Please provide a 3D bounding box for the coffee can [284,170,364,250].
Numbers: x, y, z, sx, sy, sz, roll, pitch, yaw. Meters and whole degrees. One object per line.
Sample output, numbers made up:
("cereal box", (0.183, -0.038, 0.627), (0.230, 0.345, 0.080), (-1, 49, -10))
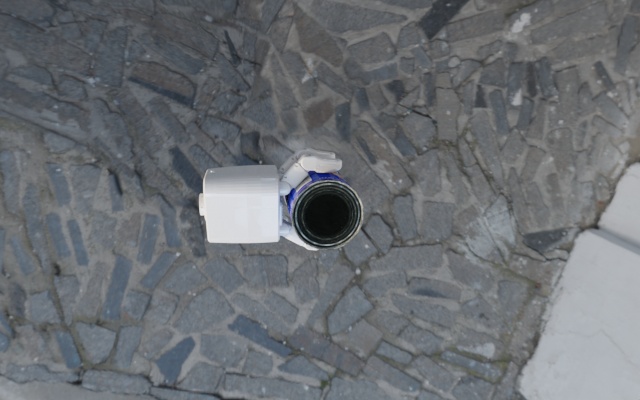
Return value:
("coffee can", (0.000, 0.002, 0.725), (0.103, 0.103, 0.140), (0, 15, -9))
